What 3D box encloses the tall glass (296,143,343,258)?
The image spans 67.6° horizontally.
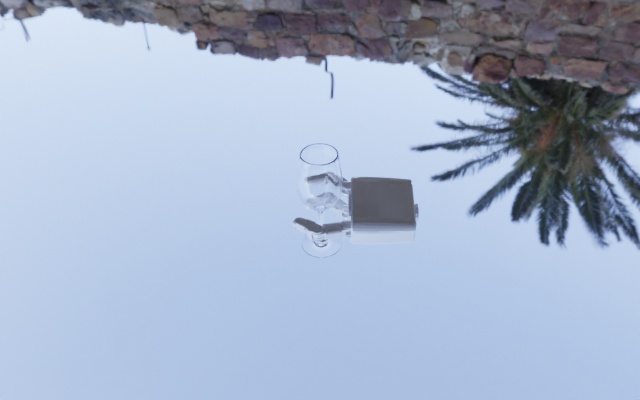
[{"bbox_3d":[0.000,0.003,0.817,0.079,0.201,0.079,-1,40,1],"label":"tall glass"}]
